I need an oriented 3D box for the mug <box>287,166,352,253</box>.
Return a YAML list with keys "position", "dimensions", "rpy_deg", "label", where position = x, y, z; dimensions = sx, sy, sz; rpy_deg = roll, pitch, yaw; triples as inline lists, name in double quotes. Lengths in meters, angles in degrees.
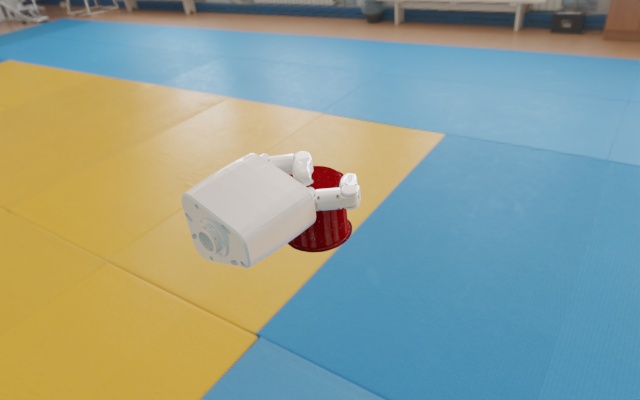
- position: [0.001, 0.001, 0.631]
  dimensions: [0.093, 0.081, 0.117]
  rpy_deg: [19, 40, 35]
  label: "mug"
